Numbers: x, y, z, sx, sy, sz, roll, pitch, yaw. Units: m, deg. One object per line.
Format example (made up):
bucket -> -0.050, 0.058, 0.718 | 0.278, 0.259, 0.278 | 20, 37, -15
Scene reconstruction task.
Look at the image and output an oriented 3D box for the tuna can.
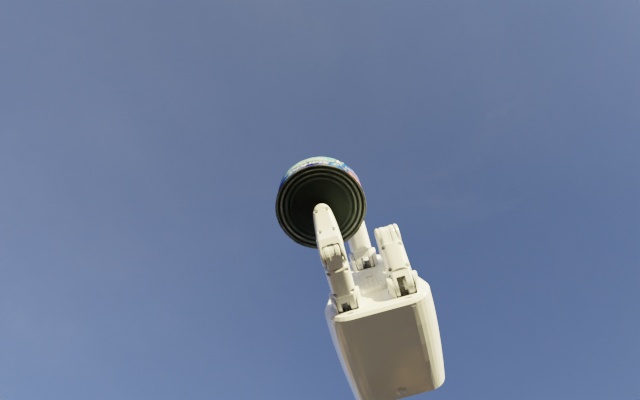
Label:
tuna can -> 0.000, 0.001, 0.463 | 0.086, 0.086, 0.033 | 0, 21, -1
